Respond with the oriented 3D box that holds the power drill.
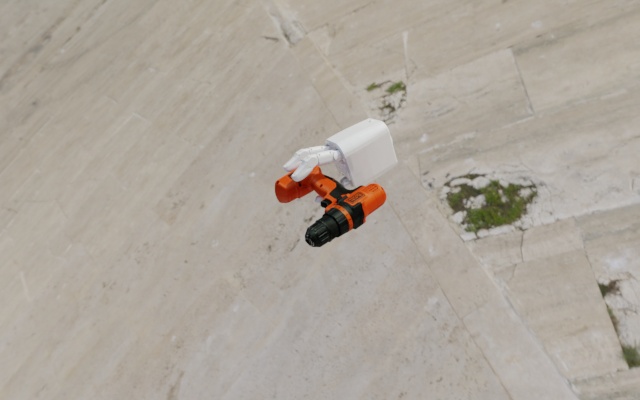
[{"bbox_3d":[0.000,0.003,0.888,0.184,0.057,0.187,-31,43,-31],"label":"power drill"}]
